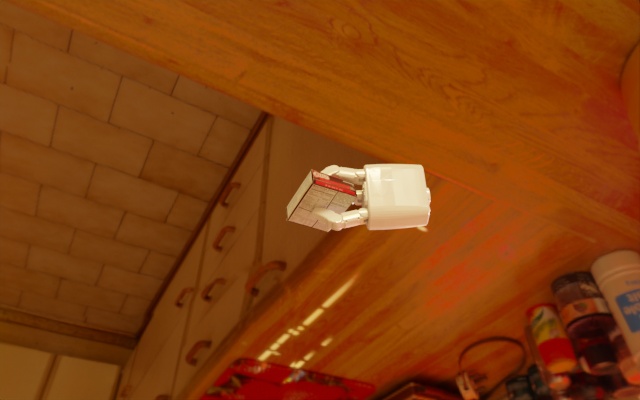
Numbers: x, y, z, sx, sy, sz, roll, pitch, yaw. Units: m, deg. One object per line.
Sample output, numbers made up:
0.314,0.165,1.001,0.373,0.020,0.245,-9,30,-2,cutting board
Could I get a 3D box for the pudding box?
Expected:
0.000,0.003,0.857,0.090,0.039,0.113,17,-48,-21,pudding box
